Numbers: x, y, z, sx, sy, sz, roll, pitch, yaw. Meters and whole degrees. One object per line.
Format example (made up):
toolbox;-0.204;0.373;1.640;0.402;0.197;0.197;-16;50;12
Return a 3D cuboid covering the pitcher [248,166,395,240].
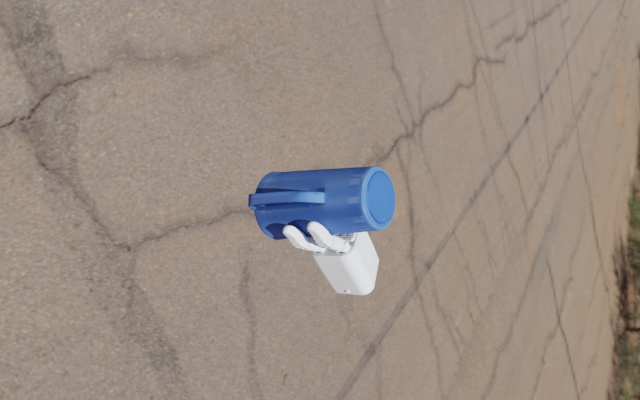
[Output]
pitcher;0.000;0.003;0.855;0.243;0.145;0.149;-5;35;38
